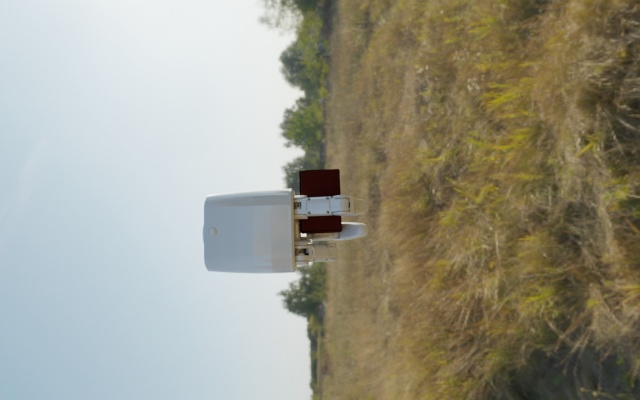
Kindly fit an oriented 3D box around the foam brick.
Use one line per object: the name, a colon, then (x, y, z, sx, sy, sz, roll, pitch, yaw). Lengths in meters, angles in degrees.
foam brick: (0.000, 0.002, 0.601, 0.051, 0.078, 0.053, -2, -7, 2)
